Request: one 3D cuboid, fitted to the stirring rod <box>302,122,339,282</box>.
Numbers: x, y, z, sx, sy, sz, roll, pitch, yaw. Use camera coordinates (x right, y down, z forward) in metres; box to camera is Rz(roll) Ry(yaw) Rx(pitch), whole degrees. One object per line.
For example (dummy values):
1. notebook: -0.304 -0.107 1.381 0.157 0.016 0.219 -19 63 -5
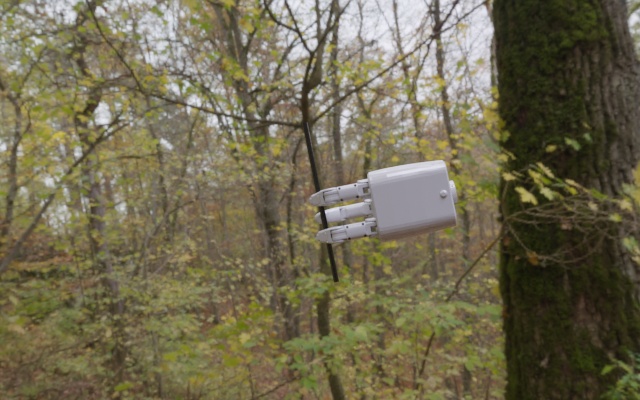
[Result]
1. stirring rod: 0.000 0.002 0.709 0.011 0.239 0.011 -11 -2 0
